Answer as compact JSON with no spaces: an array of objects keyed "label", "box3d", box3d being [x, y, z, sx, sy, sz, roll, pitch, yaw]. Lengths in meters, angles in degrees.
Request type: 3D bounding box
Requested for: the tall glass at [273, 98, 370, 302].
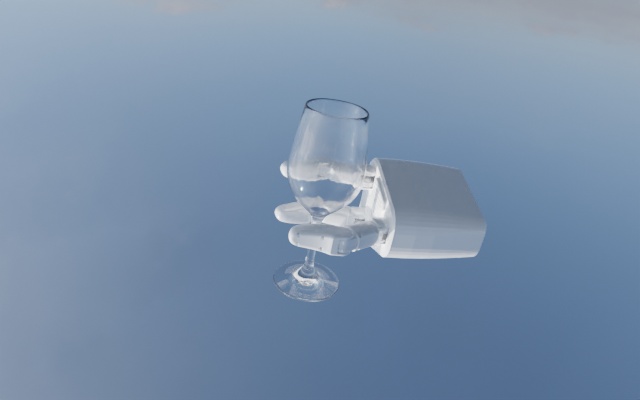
[{"label":"tall glass","box3d":[0.000,0.002,0.489,0.079,0.201,0.079,8,27,-4]}]
